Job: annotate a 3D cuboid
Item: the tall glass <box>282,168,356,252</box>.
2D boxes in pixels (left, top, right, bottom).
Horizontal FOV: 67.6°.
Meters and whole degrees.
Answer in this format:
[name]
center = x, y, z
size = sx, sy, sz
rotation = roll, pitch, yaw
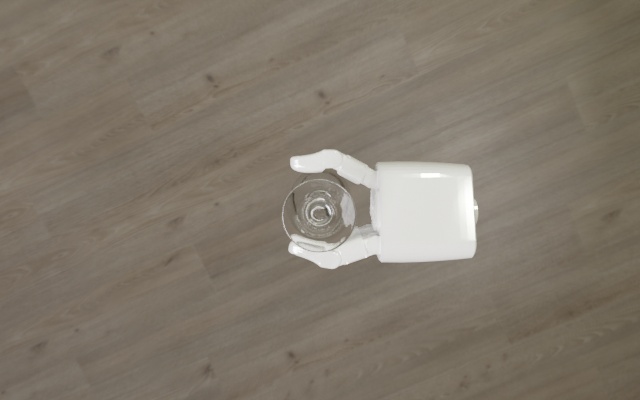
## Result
[tall glass]
center = 0.000, 0.002, 0.572
size = 0.079, 0.079, 0.201
rotation = 0, 8, 0
